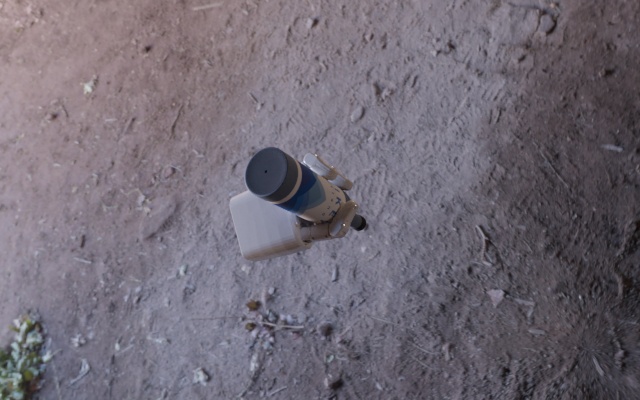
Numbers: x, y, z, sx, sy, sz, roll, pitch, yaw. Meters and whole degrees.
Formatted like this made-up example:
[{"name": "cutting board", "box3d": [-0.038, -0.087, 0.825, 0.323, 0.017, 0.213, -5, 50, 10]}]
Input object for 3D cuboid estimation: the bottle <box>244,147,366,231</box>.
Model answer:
[{"name": "bottle", "box3d": [0.000, 0.002, 0.721, 0.069, 0.069, 0.296, 0, -15, 29]}]
